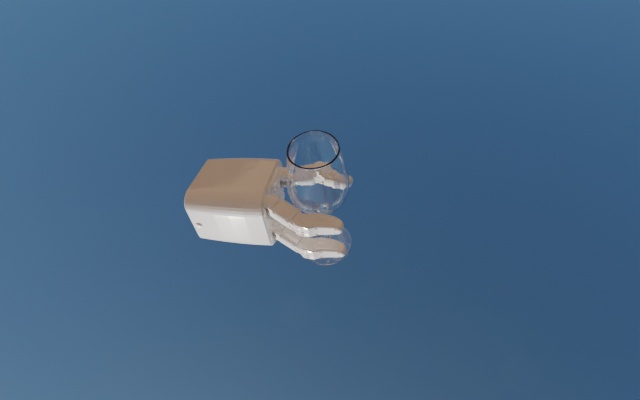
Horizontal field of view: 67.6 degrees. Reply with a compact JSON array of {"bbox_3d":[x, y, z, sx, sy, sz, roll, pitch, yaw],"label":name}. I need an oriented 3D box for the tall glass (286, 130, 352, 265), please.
[{"bbox_3d":[0.000,0.002,0.623,0.079,0.079,0.201,0,-38,6],"label":"tall glass"}]
